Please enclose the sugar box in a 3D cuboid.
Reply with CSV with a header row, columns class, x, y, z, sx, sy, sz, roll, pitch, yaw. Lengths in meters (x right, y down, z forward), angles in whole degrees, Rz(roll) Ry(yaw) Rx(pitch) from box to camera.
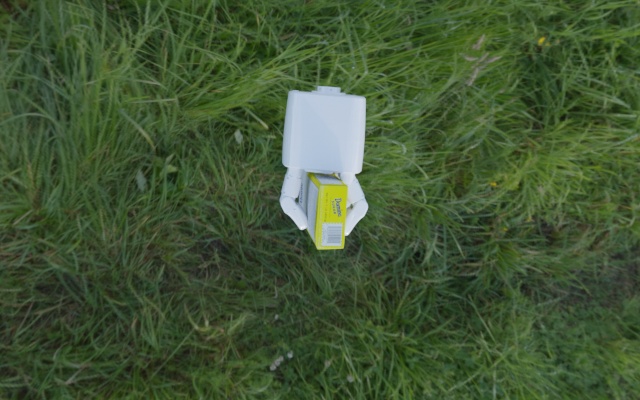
class,x,y,z,sx,sy,sz,roll,pitch,yaw
sugar box,0.001,0.002,0.730,0.048,0.093,0.176,2,14,-9
